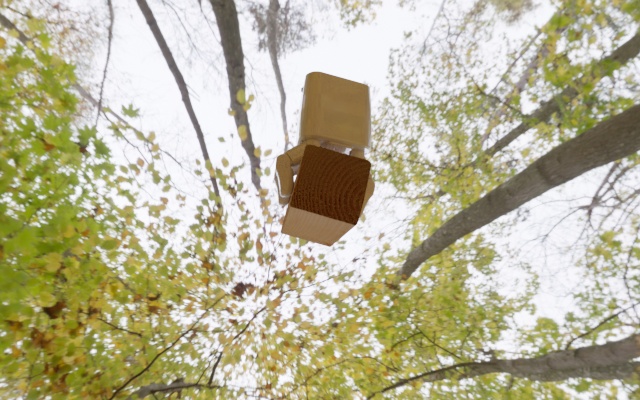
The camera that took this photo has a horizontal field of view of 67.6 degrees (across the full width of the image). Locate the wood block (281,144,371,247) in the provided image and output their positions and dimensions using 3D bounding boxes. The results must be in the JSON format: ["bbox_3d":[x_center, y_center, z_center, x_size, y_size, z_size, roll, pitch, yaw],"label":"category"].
[{"bbox_3d":[0.000,0.002,0.702,0.091,0.090,0.206,15,-15,-4],"label":"wood block"}]
